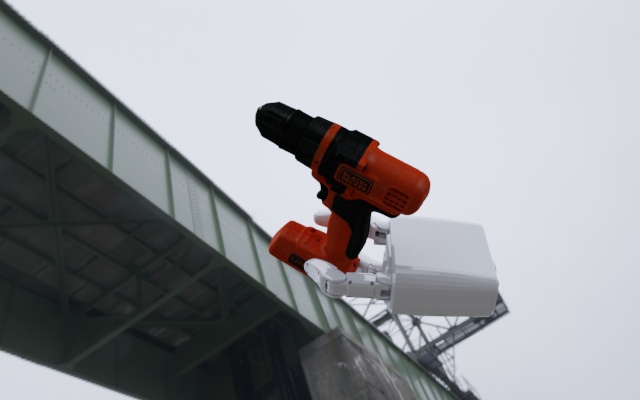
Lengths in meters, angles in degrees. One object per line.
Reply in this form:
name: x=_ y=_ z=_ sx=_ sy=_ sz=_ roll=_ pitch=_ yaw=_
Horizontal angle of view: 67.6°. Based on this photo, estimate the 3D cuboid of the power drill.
power drill: x=0.000 y=0.002 z=0.508 sx=0.184 sy=0.188 sz=0.057 roll=29 pitch=46 yaw=7
